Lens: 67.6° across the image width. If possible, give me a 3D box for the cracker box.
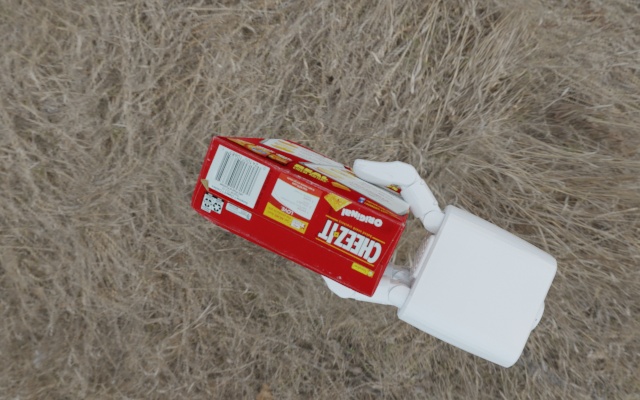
[{"bbox_3d":[0.000,0.001,0.461,0.164,0.072,0.213,25,10,9],"label":"cracker box"}]
